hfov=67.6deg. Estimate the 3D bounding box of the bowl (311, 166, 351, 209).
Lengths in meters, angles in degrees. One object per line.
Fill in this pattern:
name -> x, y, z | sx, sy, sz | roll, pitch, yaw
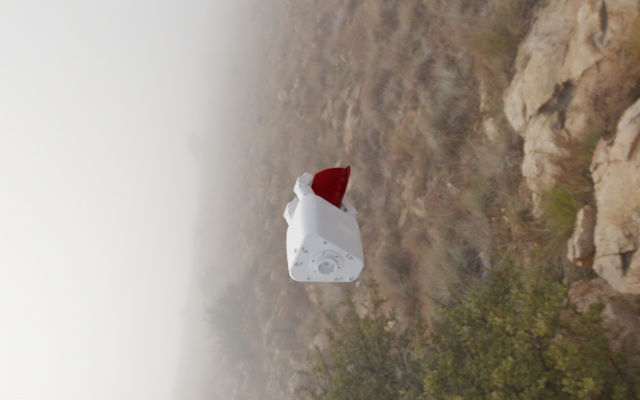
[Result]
bowl -> 0.000, 0.002, 0.869 | 0.055, 0.162, 0.162 | 21, -2, -4
